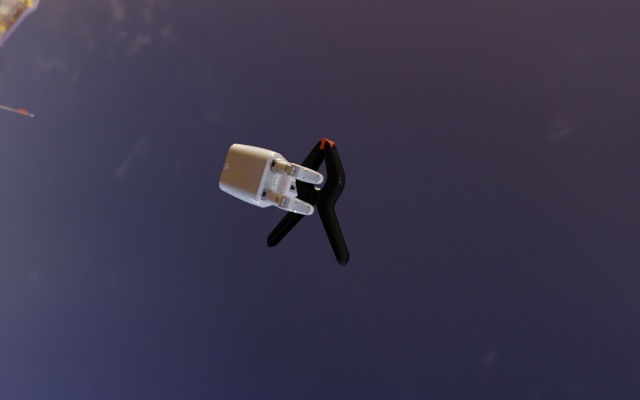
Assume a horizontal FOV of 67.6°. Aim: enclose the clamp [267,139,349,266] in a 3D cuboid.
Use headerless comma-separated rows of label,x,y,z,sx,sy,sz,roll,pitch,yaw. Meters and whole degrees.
clamp,0.001,0.002,0.812,0.164,0.210,0.036,18,2,31
